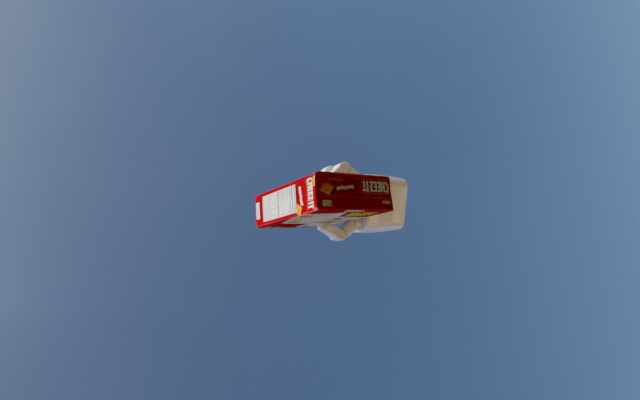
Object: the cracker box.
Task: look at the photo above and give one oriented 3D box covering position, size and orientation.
[{"bbox_3d":[0.000,0.003,0.879,0.164,0.072,0.214,1,-11,-35],"label":"cracker box"}]
